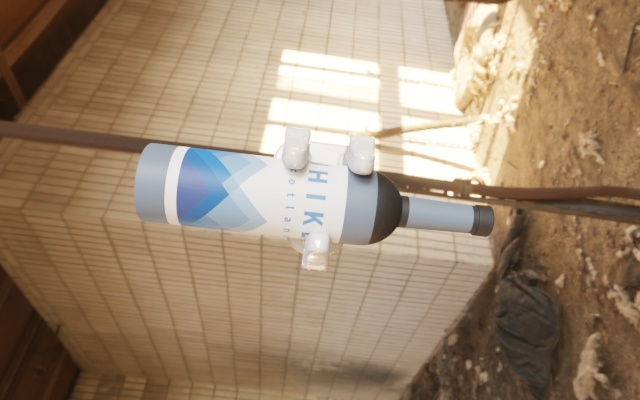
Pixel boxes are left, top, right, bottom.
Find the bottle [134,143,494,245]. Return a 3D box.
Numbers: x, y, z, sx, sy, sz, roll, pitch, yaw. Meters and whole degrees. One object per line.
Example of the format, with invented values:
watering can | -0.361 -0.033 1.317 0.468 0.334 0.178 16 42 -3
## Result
bottle | 0.000 0.001 0.409 0.296 0.069 0.069 7 0 -2
